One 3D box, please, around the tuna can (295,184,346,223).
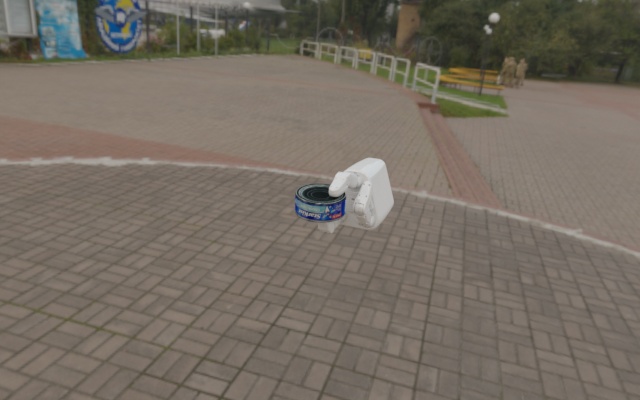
[{"bbox_3d":[0.000,0.002,0.788,0.086,0.034,0.086,2,25,-1],"label":"tuna can"}]
